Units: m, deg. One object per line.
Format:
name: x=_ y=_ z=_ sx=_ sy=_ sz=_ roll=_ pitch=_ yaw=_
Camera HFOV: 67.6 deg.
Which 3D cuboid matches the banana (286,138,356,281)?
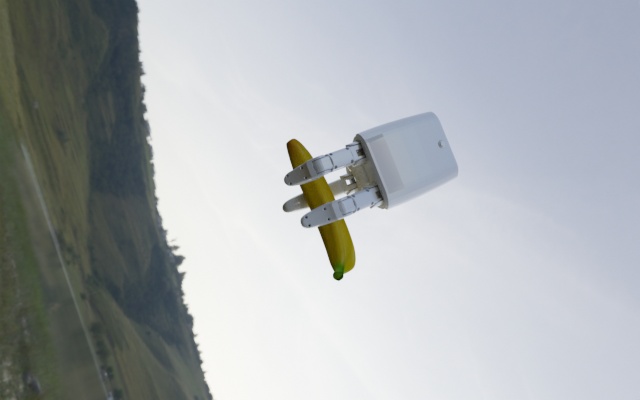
banana: x=0.005 y=0.012 z=0.596 sx=0.037 sy=0.197 sz=0.070 roll=-23 pitch=-26 yaw=2
